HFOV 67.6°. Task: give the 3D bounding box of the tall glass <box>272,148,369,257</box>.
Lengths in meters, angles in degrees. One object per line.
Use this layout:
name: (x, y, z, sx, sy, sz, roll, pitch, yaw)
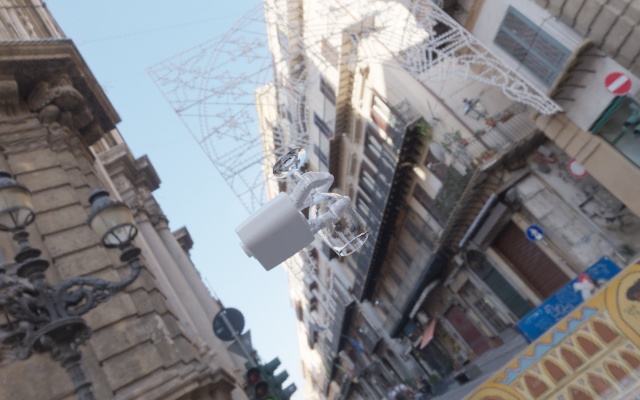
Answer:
tall glass: (0.000, 0.002, 0.833, 0.079, 0.201, 0.079, -32, -24, -16)
